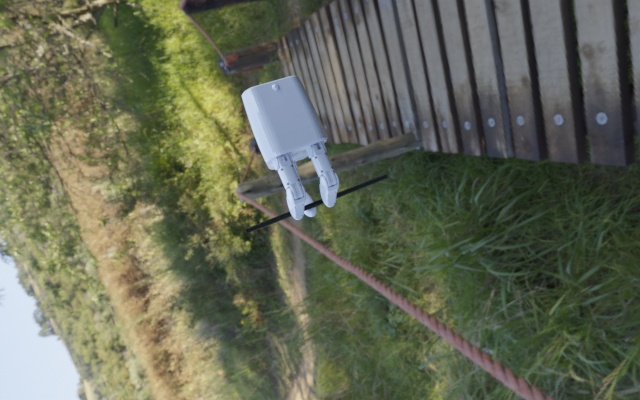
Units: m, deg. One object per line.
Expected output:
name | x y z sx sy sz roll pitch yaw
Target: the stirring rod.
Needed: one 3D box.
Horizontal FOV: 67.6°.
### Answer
stirring rod | 0.000 0.002 0.726 0.239 0.011 0.011 -21 8 -20
